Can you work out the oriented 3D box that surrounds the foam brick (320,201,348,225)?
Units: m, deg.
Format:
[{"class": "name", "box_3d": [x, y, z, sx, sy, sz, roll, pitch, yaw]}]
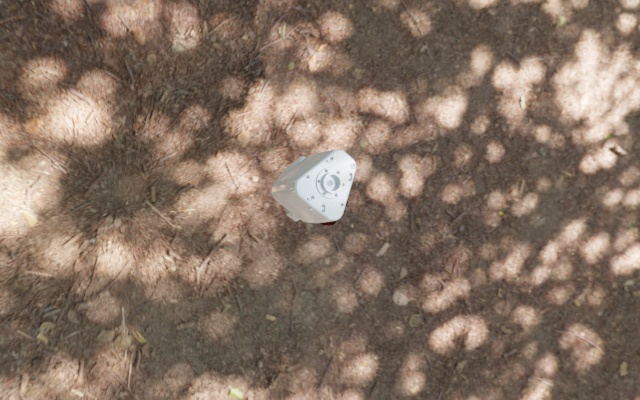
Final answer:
[{"class": "foam brick", "box_3d": [0.000, 0.003, 0.866, 0.078, 0.053, 0.051, 38, -18, -18]}]
